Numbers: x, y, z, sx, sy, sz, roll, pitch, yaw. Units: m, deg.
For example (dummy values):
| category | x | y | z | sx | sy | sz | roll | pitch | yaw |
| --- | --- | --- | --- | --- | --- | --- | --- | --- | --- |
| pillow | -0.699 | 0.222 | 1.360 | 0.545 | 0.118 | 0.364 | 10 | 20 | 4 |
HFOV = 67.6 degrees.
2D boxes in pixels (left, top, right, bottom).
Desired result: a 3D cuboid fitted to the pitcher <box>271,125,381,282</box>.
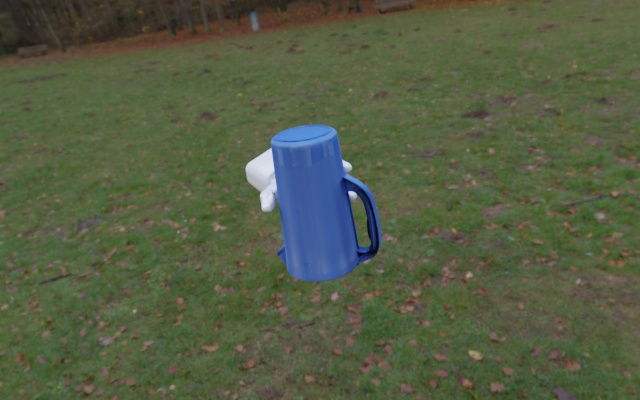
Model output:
| category | x | y | z | sx | sy | sz | roll | pitch | yaw |
| --- | --- | --- | --- | --- | --- | --- | --- | --- | --- |
| pitcher | 0.000 | 0.003 | 0.799 | 0.149 | 0.243 | 0.145 | -19 | 25 | -23 |
